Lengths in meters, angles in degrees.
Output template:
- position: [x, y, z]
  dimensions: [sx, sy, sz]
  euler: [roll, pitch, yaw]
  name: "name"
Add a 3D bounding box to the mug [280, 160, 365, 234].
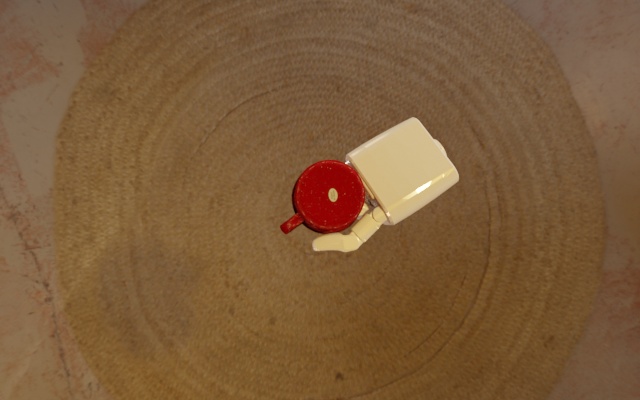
- position: [-0.001, 0.003, 0.579]
  dimensions: [0.117, 0.093, 0.081]
  euler: [-33, -2, -3]
  name: "mug"
